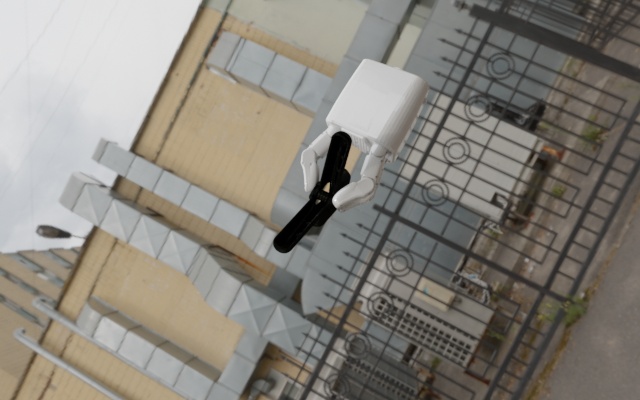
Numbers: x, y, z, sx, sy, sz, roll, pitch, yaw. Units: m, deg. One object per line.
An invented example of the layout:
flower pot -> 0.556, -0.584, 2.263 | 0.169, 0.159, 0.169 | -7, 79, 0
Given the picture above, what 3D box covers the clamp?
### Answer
clamp -> 0.000, 0.002, 0.659 | 0.036, 0.164, 0.210 | 31, -3, 10
